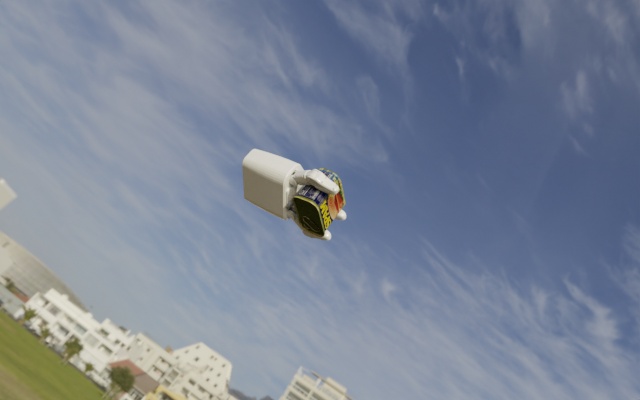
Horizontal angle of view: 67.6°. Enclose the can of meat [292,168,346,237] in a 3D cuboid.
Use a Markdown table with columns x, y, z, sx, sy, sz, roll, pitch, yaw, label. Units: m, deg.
| x | y | z | sx | sy | sz | roll | pitch | yaw | label |
| --- | --- | --- | --- | --- | --- | --- | --- | --- | --- |
| 0.000 | 0.003 | 0.889 | 0.057 | 0.084 | 0.102 | 21 | -34 | 27 | can of meat |
